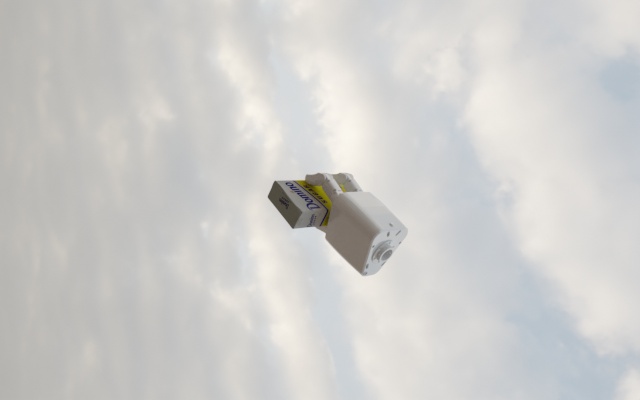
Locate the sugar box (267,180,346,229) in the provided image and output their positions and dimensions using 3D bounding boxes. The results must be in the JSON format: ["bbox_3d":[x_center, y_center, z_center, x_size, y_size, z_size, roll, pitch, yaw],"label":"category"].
[{"bbox_3d":[0.001,0.003,0.881,0.176,0.048,0.093,-1,39,-44],"label":"sugar box"}]
